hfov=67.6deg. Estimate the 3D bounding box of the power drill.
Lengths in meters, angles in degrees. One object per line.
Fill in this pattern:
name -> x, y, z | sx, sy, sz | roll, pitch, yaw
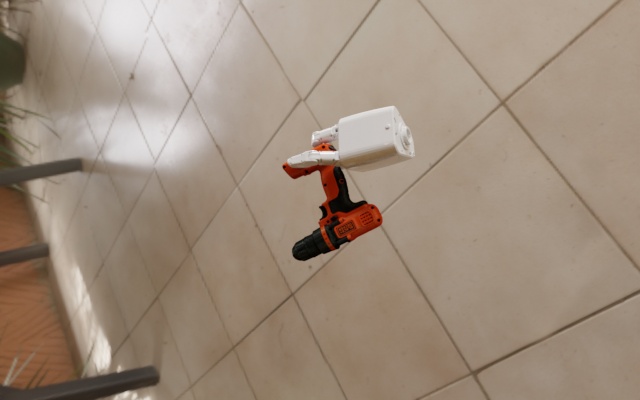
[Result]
power drill -> 0.000, 0.002, 0.898 | 0.184, 0.187, 0.057 | -27, -6, 10
